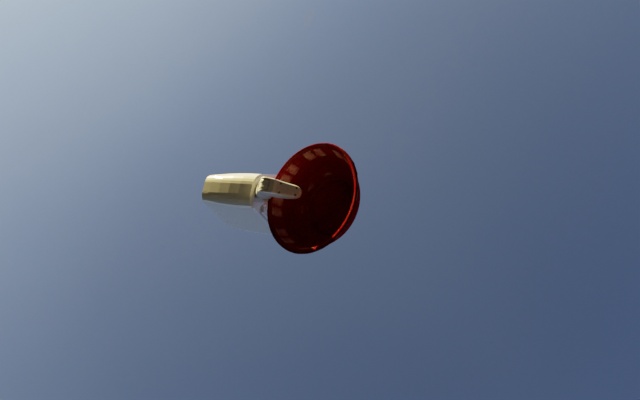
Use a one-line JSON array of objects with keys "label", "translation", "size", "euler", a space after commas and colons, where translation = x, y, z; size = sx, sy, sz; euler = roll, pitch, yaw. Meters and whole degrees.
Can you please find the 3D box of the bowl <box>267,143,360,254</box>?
[{"label": "bowl", "translation": [0.001, 0.003, 0.682], "size": [0.162, 0.162, 0.055], "euler": [0, -17, 40]}]
